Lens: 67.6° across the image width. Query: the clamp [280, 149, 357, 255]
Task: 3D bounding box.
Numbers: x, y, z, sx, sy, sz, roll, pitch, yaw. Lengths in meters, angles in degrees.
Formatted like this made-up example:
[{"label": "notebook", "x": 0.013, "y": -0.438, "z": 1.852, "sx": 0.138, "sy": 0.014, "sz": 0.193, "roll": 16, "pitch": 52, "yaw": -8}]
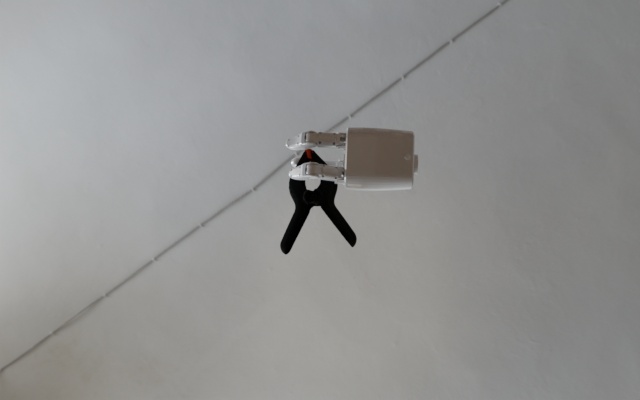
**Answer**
[{"label": "clamp", "x": 0.000, "y": 0.002, "z": 0.757, "sx": 0.120, "sy": 0.171, "sz": 0.039, "roll": 2, "pitch": -9, "yaw": 6}]
